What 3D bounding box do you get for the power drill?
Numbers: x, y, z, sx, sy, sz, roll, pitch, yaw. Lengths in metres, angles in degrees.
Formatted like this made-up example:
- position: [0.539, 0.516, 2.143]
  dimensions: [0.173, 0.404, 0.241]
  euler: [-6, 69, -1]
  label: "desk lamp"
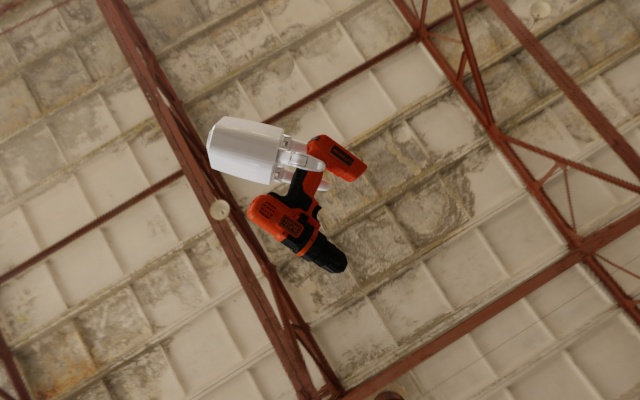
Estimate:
- position: [0.000, 0.002, 0.773]
  dimensions: [0.184, 0.187, 0.057]
  euler: [36, -21, -14]
  label: "power drill"
